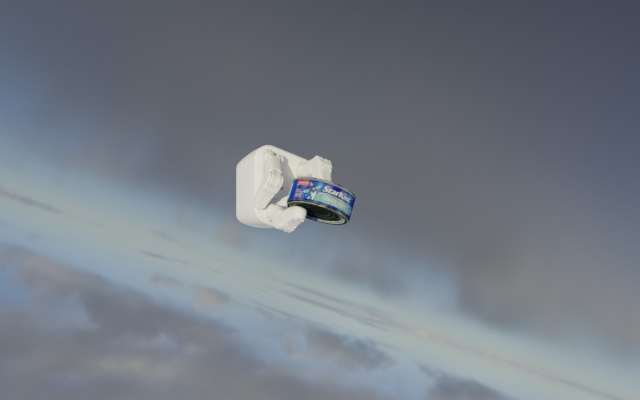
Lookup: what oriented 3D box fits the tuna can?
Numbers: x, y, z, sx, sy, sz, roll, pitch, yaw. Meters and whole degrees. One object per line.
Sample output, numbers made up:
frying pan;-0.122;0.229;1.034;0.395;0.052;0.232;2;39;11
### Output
tuna can;0.000;0.003;0.615;0.086;0.033;0.086;15;-16;4
